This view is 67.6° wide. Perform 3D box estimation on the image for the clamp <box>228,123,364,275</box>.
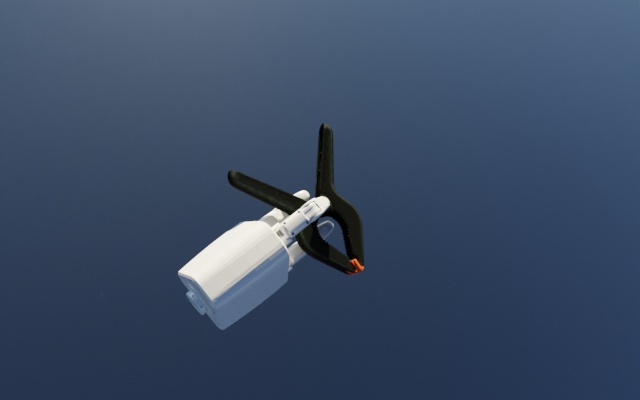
[{"bbox_3d":[0.000,0.002,0.645,0.164,0.210,0.036,-38,-3,-21],"label":"clamp"}]
